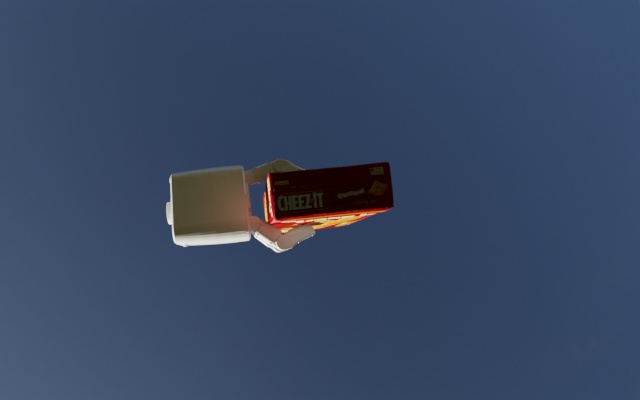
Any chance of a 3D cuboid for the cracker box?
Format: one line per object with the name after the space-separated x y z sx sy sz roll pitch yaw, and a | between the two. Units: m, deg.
0.000 0.002 0.721 0.164 0.072 0.214 -6 -6 -10 | cracker box
